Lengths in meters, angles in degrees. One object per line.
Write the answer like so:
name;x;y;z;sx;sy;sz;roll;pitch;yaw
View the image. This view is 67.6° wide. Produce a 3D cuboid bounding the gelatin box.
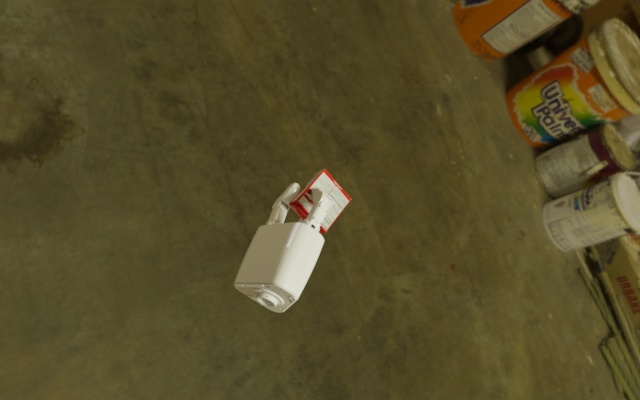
gelatin box;0.001;0.002;0.805;0.089;0.073;0.030;-50;15;-32
